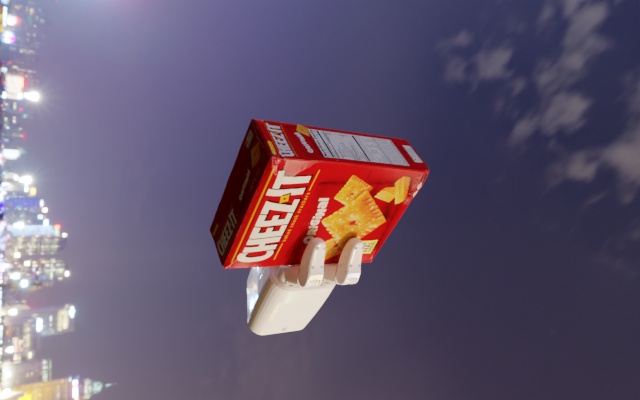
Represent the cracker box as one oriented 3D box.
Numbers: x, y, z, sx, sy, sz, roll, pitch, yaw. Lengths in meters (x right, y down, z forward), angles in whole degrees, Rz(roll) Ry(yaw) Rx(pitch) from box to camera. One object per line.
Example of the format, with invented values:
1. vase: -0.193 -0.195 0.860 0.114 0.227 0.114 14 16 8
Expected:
1. cracker box: 0.000 0.002 0.560 0.214 0.164 0.072 2 41 -34
